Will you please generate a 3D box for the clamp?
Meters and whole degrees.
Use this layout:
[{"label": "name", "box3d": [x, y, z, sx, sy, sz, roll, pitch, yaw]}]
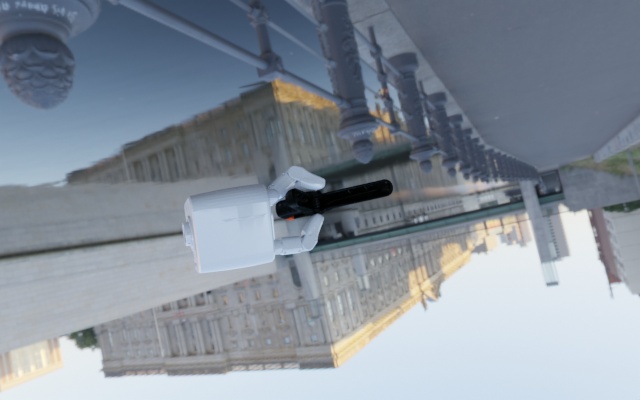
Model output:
[{"label": "clamp", "box3d": [0.000, 0.003, 0.727, 0.164, 0.036, 0.210, -6, -7, -21]}]
